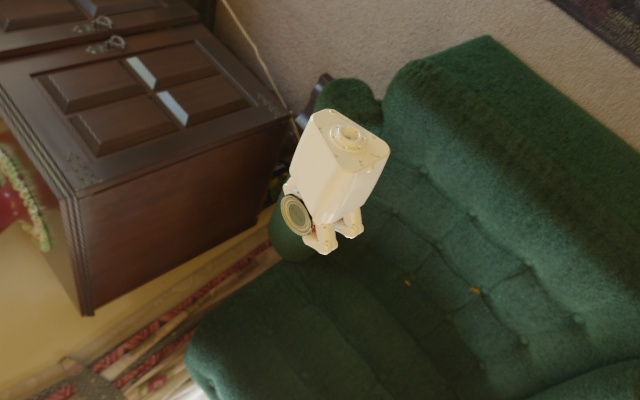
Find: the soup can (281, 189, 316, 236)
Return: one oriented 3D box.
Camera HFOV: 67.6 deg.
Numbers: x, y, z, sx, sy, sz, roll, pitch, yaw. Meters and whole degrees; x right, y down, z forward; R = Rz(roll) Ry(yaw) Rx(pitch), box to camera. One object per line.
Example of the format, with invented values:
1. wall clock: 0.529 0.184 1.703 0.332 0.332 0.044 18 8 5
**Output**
1. soup can: 0.000 0.003 0.713 0.102 0.068 0.068 -29 18 -36
